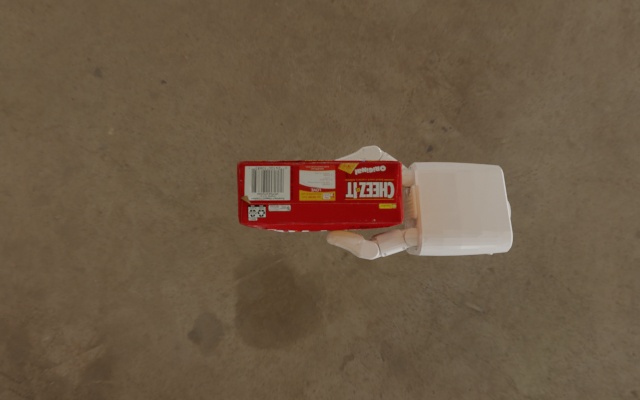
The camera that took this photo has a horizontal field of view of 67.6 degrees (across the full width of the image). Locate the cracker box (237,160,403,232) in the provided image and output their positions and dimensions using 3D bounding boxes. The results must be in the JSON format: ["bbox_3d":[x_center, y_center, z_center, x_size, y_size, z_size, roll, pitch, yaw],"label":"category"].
[{"bbox_3d":[0.000,0.002,0.568,0.164,0.072,0.214,-1,-5,0],"label":"cracker box"}]
